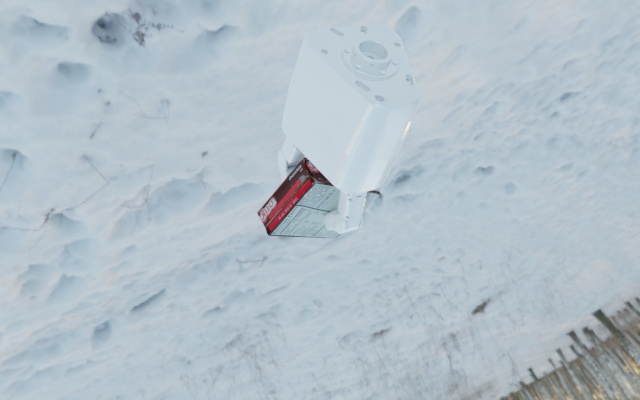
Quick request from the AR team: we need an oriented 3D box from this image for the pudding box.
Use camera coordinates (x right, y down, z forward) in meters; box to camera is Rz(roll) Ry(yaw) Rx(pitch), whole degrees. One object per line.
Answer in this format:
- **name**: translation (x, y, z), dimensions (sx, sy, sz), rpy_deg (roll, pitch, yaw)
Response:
- **pudding box**: translation (0.000, 0.002, 0.532), dimensions (0.113, 0.039, 0.090), rpy_deg (9, -46, -45)
